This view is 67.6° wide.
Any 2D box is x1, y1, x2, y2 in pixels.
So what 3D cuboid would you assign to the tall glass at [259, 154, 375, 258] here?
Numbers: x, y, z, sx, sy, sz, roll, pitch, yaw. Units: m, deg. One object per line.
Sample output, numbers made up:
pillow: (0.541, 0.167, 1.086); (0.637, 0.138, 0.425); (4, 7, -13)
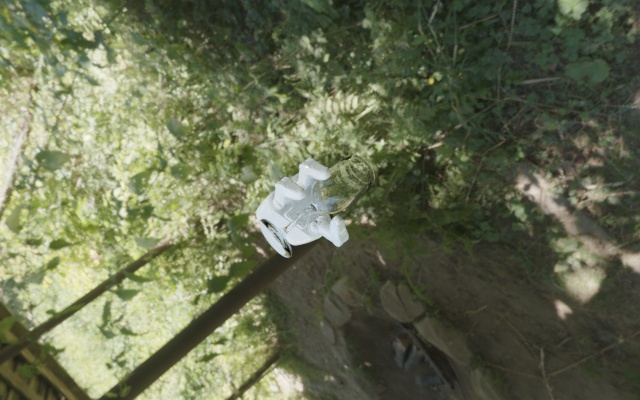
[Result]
tall glass: (0.000, 0.003, 0.778); (0.201, 0.079, 0.079); (-39, 18, -25)
